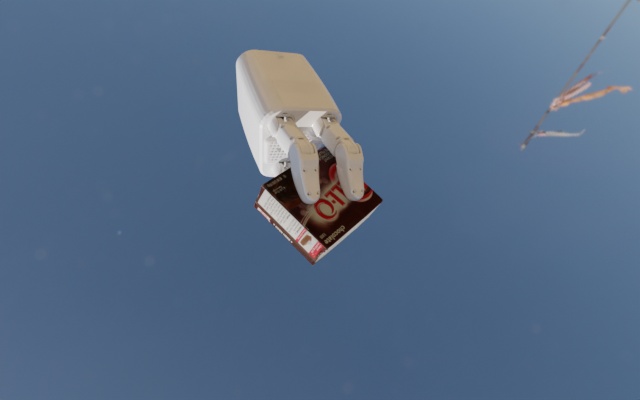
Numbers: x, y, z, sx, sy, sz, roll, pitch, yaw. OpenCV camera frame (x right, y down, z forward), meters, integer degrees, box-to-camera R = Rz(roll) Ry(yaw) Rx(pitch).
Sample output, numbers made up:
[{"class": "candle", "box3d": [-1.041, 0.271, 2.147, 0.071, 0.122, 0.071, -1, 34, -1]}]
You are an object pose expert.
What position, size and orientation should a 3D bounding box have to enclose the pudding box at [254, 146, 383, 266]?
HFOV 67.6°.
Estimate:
[{"class": "pudding box", "box3d": [0.000, 0.002, 0.499, 0.113, 0.090, 0.039, -38, -13, -43]}]
